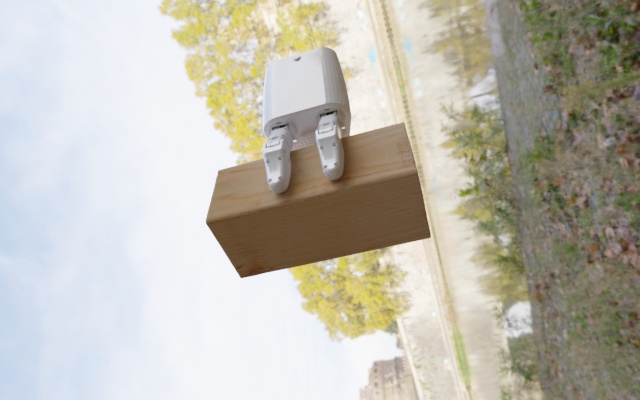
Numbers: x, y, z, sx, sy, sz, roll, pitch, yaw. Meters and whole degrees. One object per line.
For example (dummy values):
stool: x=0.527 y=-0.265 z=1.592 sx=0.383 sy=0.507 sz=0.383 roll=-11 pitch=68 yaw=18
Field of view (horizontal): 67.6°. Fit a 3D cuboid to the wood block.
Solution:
wood block: x=0.000 y=0.002 z=0.500 sx=0.206 sy=0.091 sz=0.090 roll=-13 pitch=40 yaw=11
